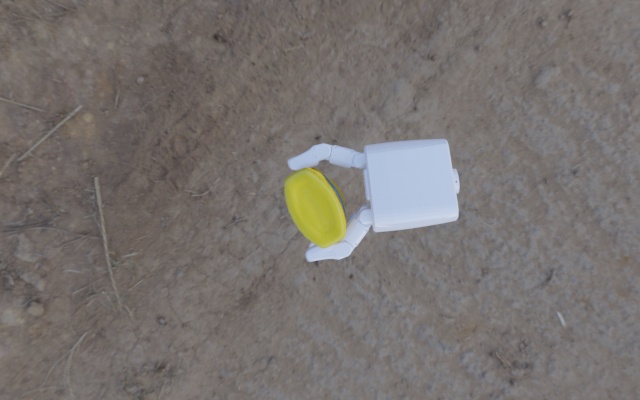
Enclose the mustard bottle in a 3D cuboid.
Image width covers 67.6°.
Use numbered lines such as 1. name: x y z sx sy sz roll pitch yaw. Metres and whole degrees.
1. mustard bottle: 0.000 0.002 0.641 0.058 0.096 0.191 -31 2 6
